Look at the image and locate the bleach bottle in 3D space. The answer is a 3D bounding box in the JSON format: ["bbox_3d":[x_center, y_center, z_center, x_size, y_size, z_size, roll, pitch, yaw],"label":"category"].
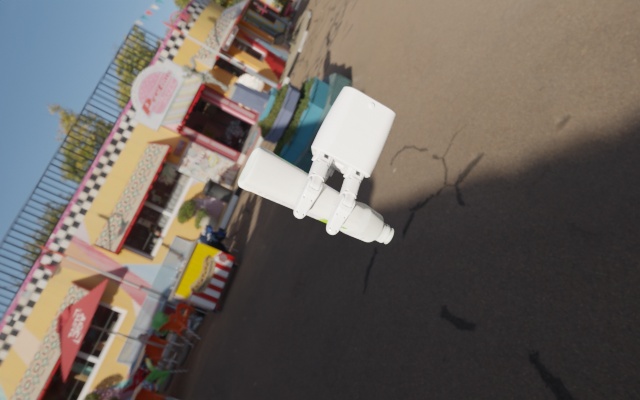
[{"bbox_3d":[0.000,0.002,0.746,0.251,0.068,0.102,27,-4,-15],"label":"bleach bottle"}]
